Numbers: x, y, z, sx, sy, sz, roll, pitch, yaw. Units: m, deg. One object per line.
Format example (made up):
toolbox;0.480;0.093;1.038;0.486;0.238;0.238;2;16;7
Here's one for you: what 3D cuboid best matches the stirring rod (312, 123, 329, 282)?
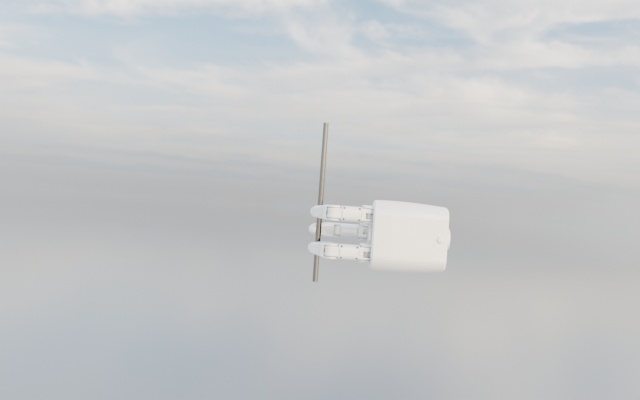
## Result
stirring rod;0.000;0.002;0.724;0.011;0.239;0.011;4;-1;0
